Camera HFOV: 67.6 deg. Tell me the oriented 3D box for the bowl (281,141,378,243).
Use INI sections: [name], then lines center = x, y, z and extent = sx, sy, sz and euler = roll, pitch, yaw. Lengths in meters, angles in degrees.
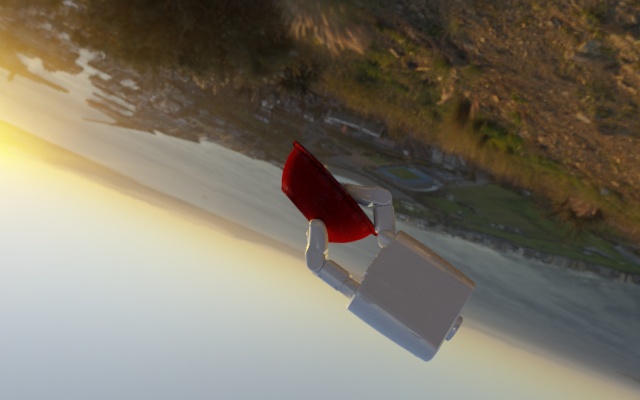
[bowl]
center = -0.001, 0.001, 0.609
extent = 0.055, 0.162, 0.162
euler = -41, 2, -2
